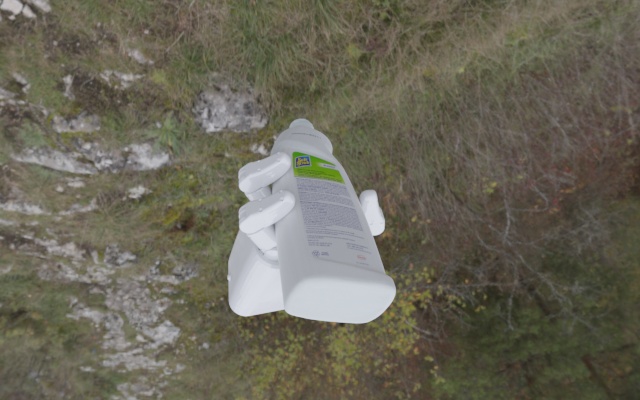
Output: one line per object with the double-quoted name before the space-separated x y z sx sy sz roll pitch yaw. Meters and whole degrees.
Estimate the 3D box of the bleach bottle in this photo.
"bleach bottle" 0.000 0.002 0.507 0.102 0.250 0.068 11 -47 -21
